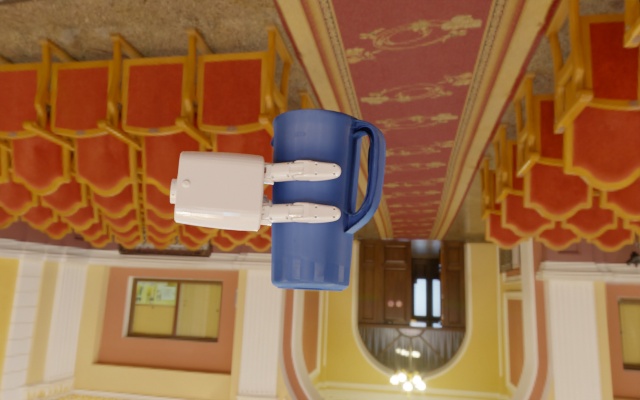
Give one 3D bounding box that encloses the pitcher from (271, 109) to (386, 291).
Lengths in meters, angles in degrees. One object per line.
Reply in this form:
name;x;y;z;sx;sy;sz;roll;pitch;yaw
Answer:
pitcher;0.000;0.002;0.669;0.145;0.242;0.149;5;-11;-12
